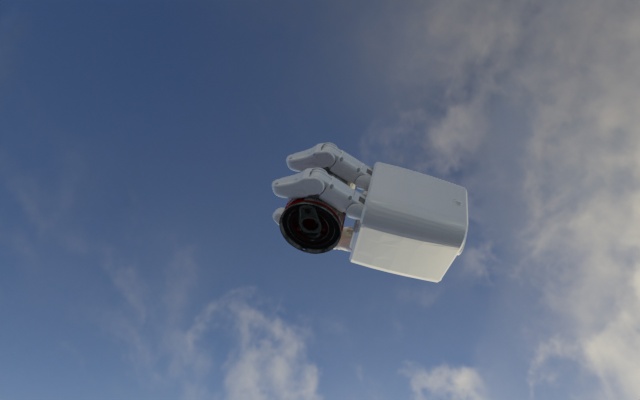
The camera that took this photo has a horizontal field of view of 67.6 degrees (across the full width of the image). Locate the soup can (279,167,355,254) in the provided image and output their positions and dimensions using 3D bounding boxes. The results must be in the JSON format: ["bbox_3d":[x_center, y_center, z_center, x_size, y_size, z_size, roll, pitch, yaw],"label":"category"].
[{"bbox_3d":[0.000,0.002,0.543,0.068,0.068,0.102,0,35,16],"label":"soup can"}]
